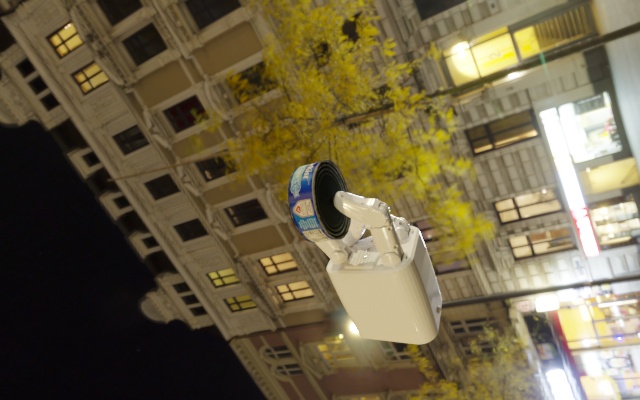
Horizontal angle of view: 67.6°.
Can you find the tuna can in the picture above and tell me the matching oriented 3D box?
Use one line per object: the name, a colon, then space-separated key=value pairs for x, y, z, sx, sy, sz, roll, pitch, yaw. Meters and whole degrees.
tuna can: x=0.000 y=0.002 z=0.512 sx=0.034 sy=0.086 sz=0.086 roll=-11 pitch=-5 yaw=27
